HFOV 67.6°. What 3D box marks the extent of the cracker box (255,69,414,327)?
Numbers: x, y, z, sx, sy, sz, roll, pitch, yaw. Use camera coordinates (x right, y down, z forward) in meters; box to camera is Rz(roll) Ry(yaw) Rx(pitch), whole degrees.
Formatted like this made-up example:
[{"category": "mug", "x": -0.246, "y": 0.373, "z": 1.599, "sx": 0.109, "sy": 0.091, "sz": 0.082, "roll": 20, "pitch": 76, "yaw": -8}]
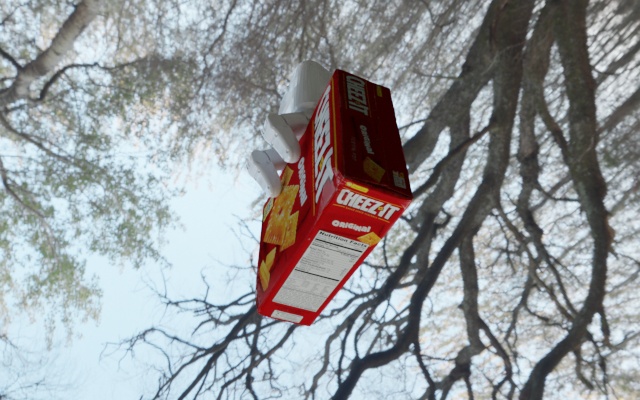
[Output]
[{"category": "cracker box", "x": 0.000, "y": 0.002, "z": 0.490, "sx": 0.072, "sy": 0.164, "sz": 0.214, "roll": 16, "pitch": -47, "yaw": -17}]
